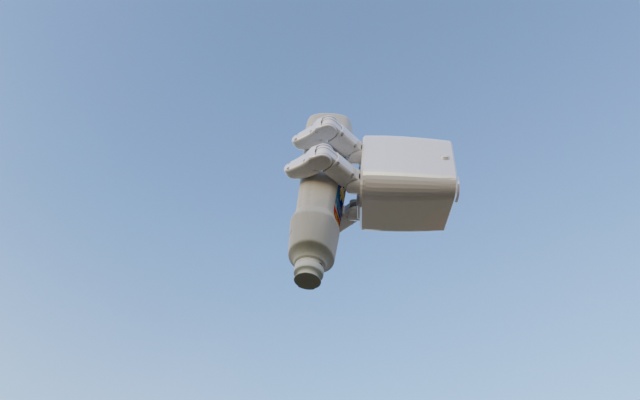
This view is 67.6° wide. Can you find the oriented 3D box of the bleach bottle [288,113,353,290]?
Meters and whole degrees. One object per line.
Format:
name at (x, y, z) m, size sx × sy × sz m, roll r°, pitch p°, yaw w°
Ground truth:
bleach bottle at (0.000, 0.002, 0.575) m, size 0.068 × 0.103 × 0.250 m, roll 2°, pitch 44°, yaw 6°
